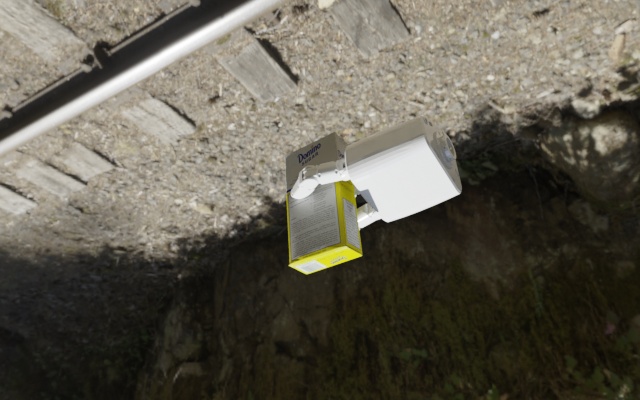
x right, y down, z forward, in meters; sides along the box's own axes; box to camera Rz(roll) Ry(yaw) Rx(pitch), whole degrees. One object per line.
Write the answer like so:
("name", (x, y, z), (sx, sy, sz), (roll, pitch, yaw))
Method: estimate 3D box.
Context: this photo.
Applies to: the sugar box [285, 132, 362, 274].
("sugar box", (0.001, 0.002, 0.652), (0.093, 0.176, 0.048), (-22, -36, 29))
